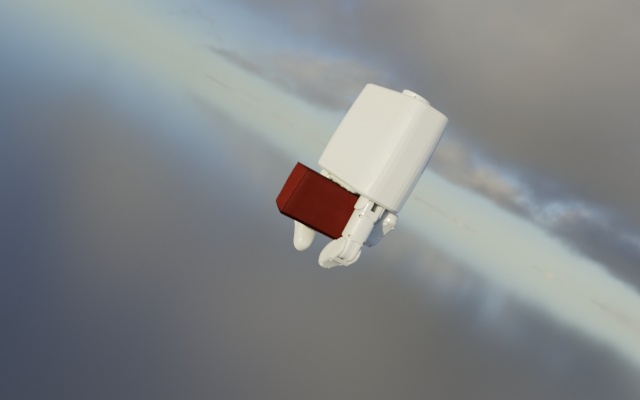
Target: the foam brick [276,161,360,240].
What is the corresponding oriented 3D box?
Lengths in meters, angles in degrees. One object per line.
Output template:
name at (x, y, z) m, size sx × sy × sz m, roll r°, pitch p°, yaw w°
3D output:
foam brick at (0.000, 0.002, 0.499) m, size 0.078 × 0.051 × 0.053 m, roll 28°, pitch 7°, yaw -19°
